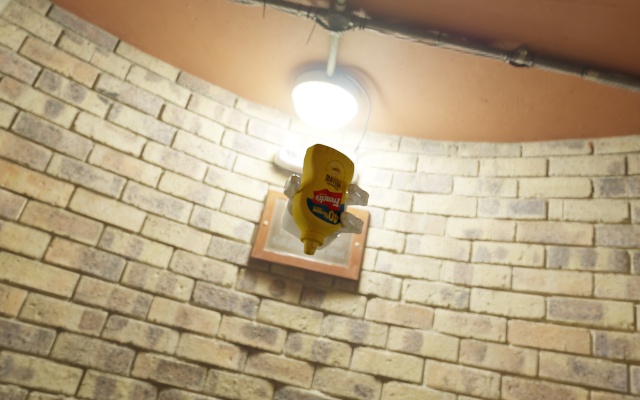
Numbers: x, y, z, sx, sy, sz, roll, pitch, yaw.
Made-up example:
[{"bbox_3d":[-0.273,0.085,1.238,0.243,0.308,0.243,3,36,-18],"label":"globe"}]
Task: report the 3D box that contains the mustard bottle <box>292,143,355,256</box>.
[{"bbox_3d":[0.000,0.002,0.827,0.096,0.191,0.058,27,-26,-30],"label":"mustard bottle"}]
